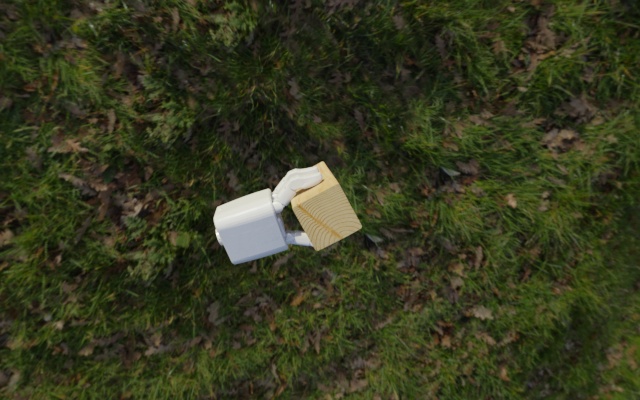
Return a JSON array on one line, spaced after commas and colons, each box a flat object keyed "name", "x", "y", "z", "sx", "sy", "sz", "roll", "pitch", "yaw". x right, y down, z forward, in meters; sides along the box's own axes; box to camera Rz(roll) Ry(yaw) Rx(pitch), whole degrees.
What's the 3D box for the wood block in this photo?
[{"name": "wood block", "x": 0.000, "y": 0.003, "z": 0.886, "sx": 0.090, "sy": 0.091, "sz": 0.206, "roll": -28, "pitch": 17, "yaw": 1}]
